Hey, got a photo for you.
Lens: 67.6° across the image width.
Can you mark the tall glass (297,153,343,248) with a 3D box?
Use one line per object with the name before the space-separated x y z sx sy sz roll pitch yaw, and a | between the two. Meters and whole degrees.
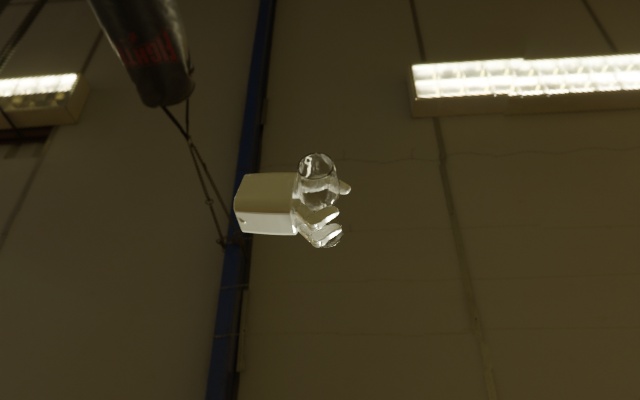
tall glass | 0.000 0.003 0.883 0.079 0.079 0.201 0 -38 6
